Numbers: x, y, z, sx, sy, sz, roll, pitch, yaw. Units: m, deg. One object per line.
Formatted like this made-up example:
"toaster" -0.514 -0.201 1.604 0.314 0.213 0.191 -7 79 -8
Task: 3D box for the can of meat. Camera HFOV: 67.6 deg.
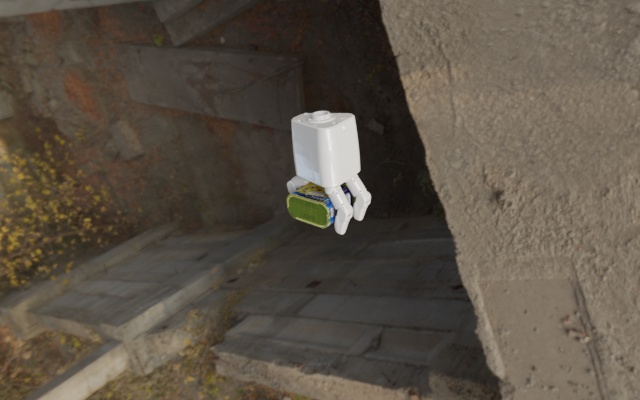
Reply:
"can of meat" 0.000 0.003 0.886 0.102 0.057 0.084 16 33 34
